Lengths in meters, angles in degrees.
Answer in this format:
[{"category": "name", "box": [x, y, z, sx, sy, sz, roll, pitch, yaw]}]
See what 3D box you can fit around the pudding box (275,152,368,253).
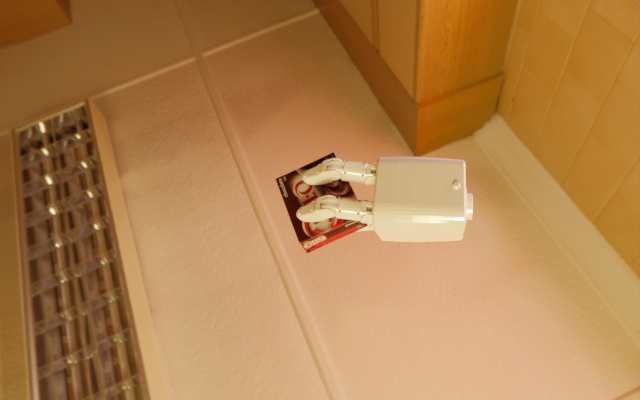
[{"category": "pudding box", "box": [0.000, 0.002, 0.636, 0.090, 0.113, 0.039, -24, -35, 1]}]
